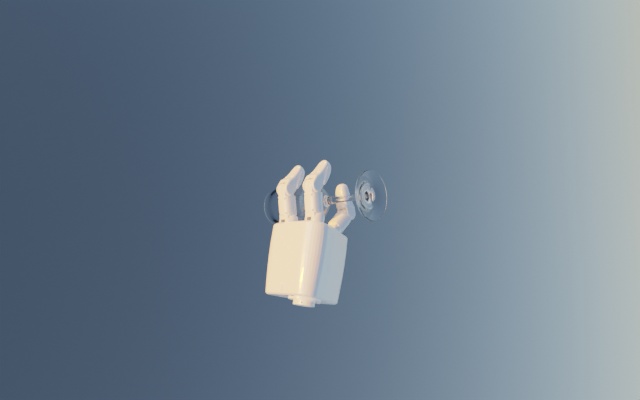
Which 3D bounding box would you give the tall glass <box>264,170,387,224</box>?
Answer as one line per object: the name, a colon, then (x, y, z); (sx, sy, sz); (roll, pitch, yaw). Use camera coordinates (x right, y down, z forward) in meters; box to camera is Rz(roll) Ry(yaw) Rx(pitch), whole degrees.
tall glass: (0.001, 0.002, 0.748); (0.201, 0.079, 0.079); (-7, -5, 42)
